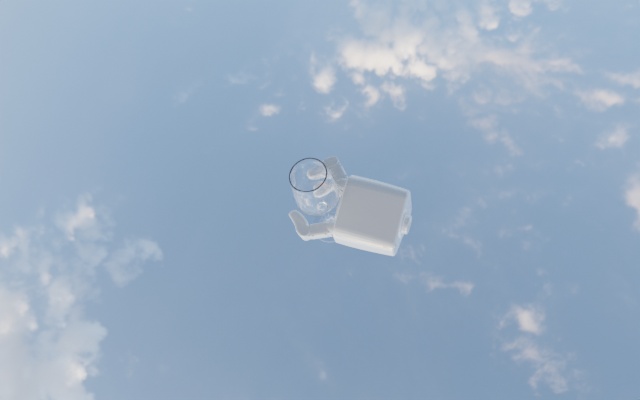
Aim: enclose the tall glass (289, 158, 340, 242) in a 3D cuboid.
[{"bbox_3d":[0.000,0.003,0.830,0.079,0.079,0.201,0,-26,13],"label":"tall glass"}]
